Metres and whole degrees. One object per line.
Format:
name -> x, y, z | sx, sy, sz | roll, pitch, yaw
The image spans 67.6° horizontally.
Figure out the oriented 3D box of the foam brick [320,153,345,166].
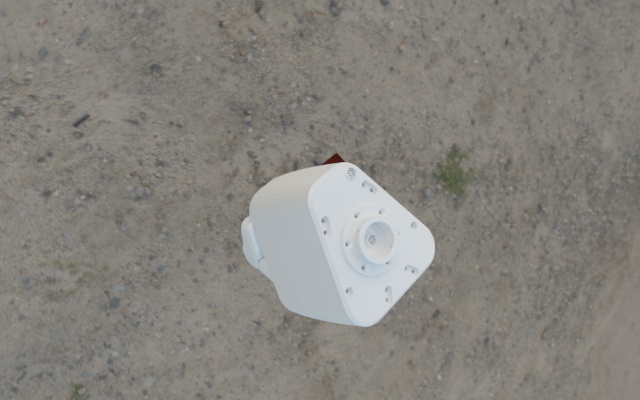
foam brick -> 0.000, 0.001, 0.467 | 0.078, 0.053, 0.051 | -41, -2, -27
